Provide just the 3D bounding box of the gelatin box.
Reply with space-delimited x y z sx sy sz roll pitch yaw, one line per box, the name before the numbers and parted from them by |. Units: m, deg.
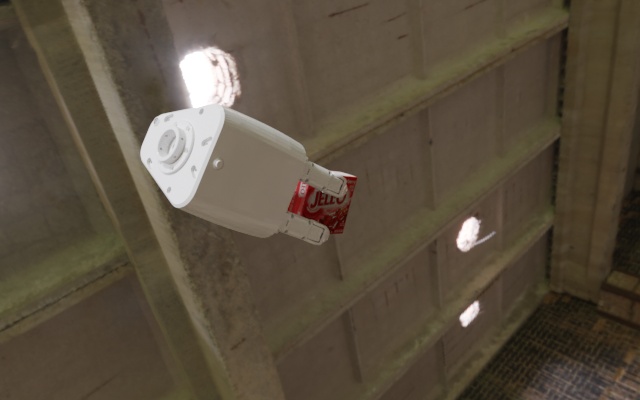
gelatin box | 0.000 0.002 0.556 0.030 0.073 0.089 21 11 37
